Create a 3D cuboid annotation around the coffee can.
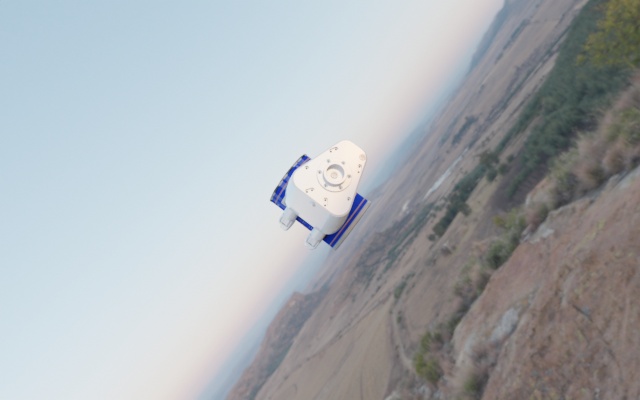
[{"bbox_3d":[0.000,0.003,0.814,0.140,0.103,0.103,37,2,3],"label":"coffee can"}]
